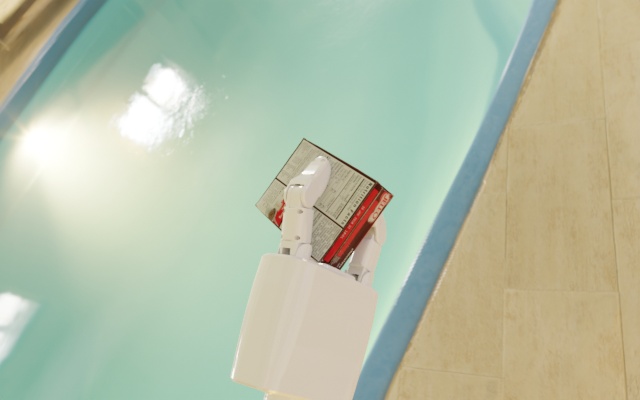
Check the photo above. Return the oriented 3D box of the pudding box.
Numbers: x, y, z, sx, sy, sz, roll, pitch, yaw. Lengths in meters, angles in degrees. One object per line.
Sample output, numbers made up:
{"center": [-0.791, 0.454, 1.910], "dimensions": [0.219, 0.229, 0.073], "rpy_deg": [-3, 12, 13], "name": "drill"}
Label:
{"center": [0.000, 0.001, 0.457], "dimensions": [0.113, 0.090, 0.039], "rpy_deg": [36, 0, 39], "name": "pudding box"}
